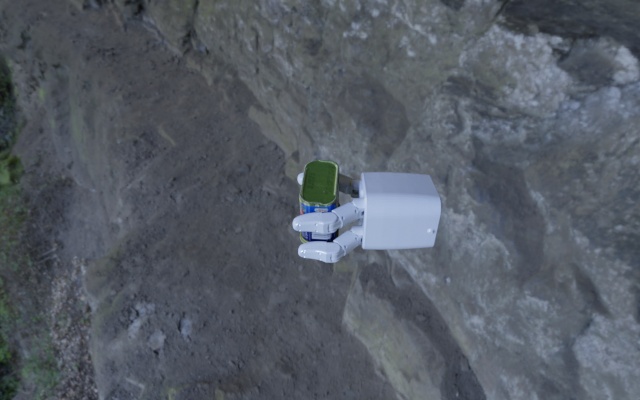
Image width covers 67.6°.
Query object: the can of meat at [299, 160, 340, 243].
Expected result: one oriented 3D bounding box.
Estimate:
[{"bbox_3d":[0.000,0.002,0.699,0.057,0.084,0.102,3,43,4],"label":"can of meat"}]
